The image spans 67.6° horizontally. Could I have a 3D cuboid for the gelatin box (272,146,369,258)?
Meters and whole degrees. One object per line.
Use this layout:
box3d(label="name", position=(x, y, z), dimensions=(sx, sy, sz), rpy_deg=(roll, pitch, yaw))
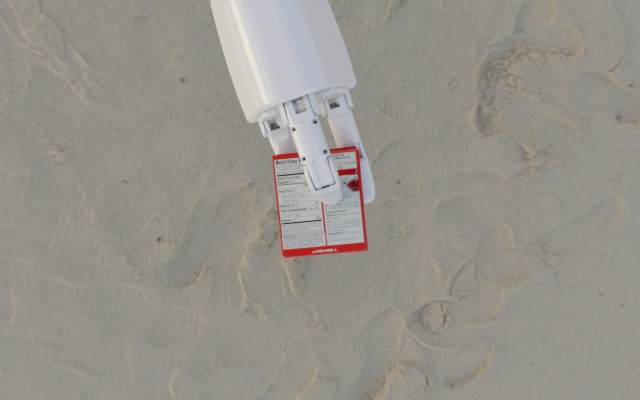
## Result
box3d(label="gelatin box", position=(0.000, 0.002, 0.408), dimensions=(0.073, 0.089, 0.030), rpy_deg=(-6, 3, 2))
